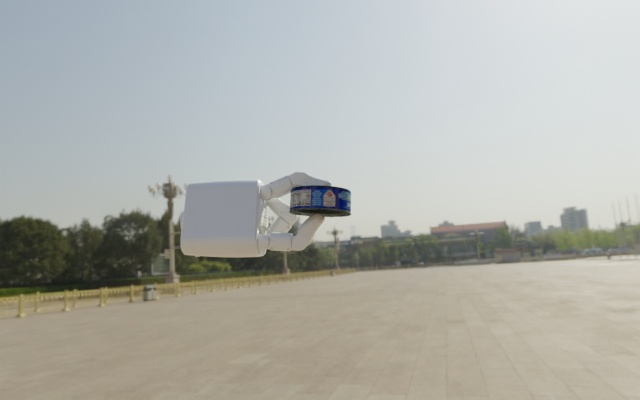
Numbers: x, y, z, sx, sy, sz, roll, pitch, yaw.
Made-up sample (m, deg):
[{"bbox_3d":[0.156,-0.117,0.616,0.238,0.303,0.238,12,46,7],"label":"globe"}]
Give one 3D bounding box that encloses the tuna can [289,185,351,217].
[{"bbox_3d":[0.000,0.002,0.661,0.086,0.033,0.086,2,-8,0],"label":"tuna can"}]
